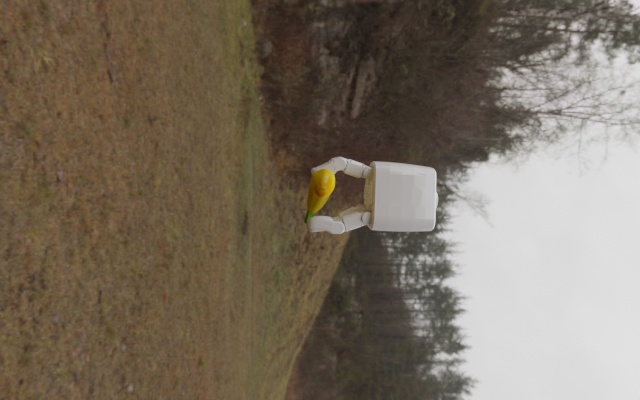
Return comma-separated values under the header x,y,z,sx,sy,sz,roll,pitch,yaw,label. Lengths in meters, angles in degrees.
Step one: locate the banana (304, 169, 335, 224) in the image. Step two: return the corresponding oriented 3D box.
x,y,z,sx,sy,sz,roll,pitch,yaw,label
0.001,-0.015,0.753,0.037,0.069,0.198,6,-16,-4,banana
